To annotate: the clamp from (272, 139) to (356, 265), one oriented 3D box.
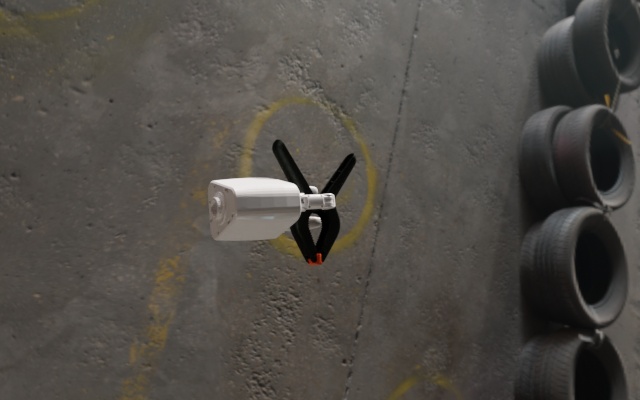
[{"bbox_3d":[0.000,0.003,0.812,0.164,0.210,0.036,-2,-6,-32],"label":"clamp"}]
